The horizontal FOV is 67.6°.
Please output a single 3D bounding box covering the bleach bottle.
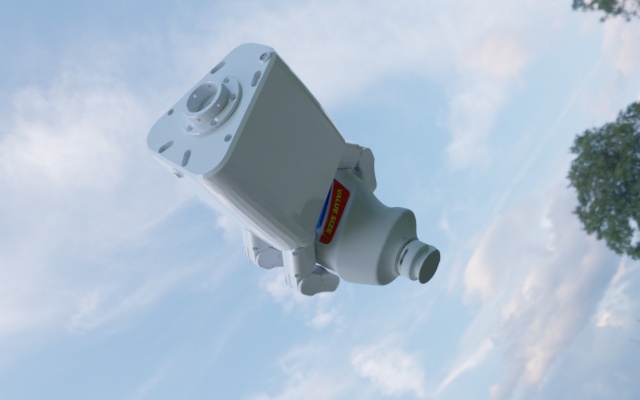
[{"bbox_3d":[0.000,0.002,0.440,0.250,0.102,0.068,26,-15,39],"label":"bleach bottle"}]
